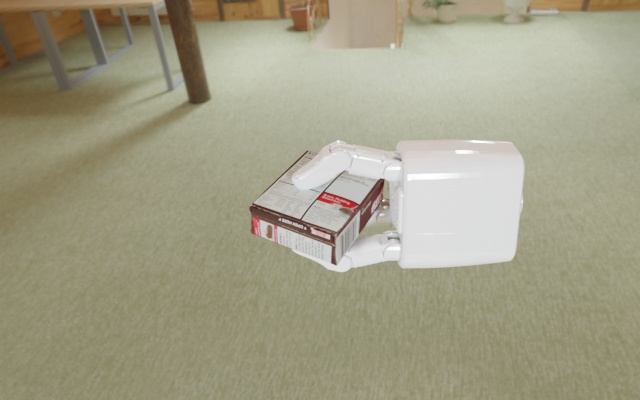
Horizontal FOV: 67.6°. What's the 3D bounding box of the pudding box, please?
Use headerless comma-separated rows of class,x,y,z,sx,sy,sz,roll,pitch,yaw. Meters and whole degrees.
pudding box,0.000,0.001,0.453,0.090,0.039,0.113,18,38,21
